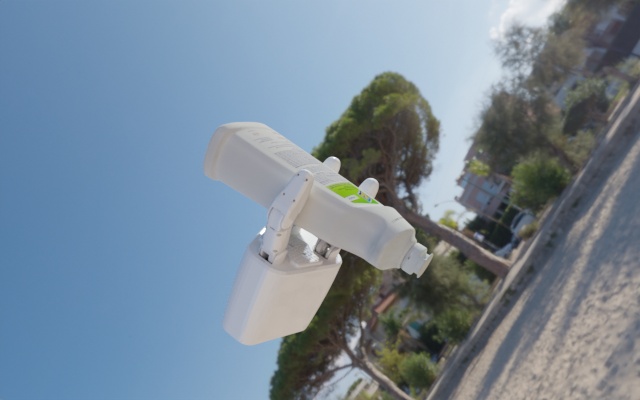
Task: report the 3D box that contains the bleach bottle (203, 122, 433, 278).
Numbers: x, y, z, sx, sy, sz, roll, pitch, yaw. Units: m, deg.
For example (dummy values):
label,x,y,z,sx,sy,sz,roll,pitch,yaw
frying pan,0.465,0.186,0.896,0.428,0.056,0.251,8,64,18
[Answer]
label,x,y,z,sx,sy,sz,roll,pitch,yaw
bleach bottle,0.000,0.002,0.503,0.250,0.068,0.102,33,25,21
